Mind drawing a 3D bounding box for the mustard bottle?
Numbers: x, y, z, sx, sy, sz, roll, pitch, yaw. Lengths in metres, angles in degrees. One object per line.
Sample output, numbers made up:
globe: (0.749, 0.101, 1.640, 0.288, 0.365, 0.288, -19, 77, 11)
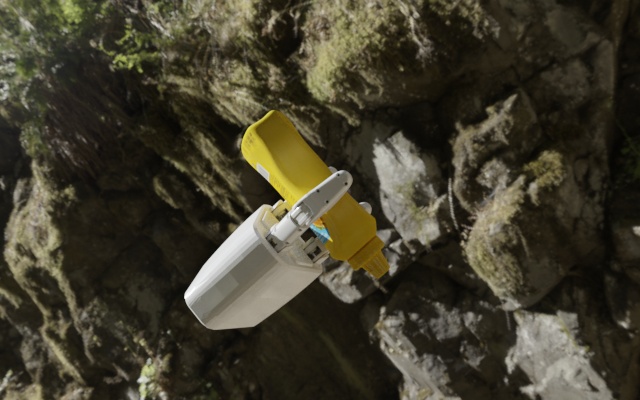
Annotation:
mustard bottle: (0.000, 0.001, 0.487, 0.058, 0.191, 0.096, -39, -7, -14)
